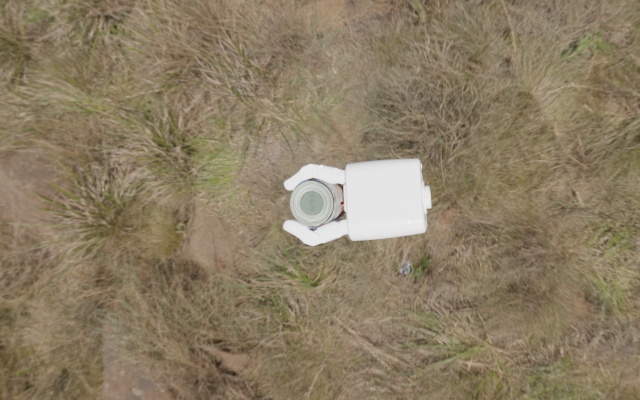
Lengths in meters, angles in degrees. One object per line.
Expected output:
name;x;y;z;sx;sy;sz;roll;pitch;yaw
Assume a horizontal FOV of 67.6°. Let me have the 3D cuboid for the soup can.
soup can;0.000;0.002;0.726;0.068;0.068;0.102;0;2;14
